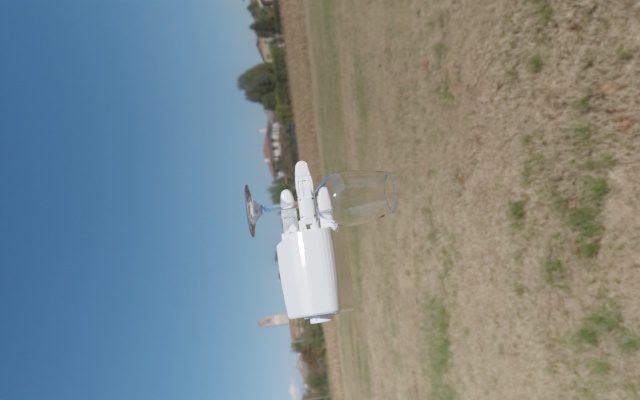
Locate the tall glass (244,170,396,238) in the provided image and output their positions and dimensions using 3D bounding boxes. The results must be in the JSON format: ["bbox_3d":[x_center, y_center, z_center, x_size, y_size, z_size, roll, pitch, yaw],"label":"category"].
[{"bbox_3d":[-0.001,0.002,0.666,0.201,0.079,0.079,-8,0,-2],"label":"tall glass"}]
